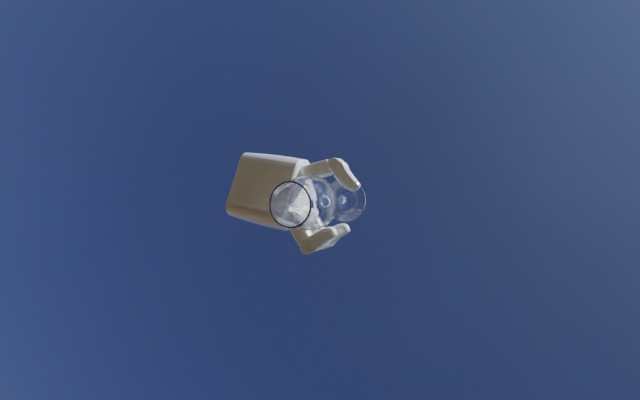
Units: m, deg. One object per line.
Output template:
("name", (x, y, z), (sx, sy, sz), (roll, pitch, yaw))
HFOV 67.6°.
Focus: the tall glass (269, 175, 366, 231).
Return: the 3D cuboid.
("tall glass", (0.001, 0.002, 0.710), (0.079, 0.079, 0.201), (0, 2, 24))
